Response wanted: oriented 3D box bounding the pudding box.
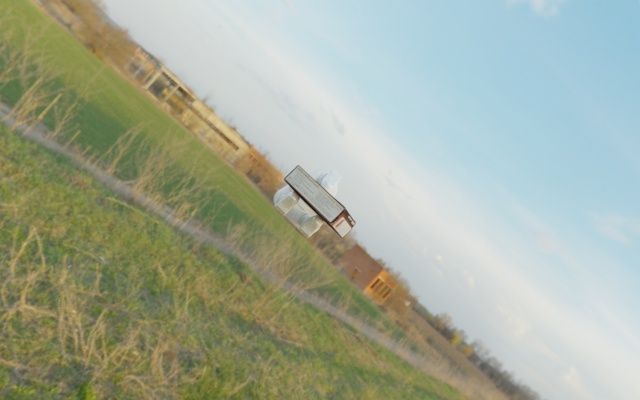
[{"bbox_3d":[0.000,0.002,0.766,0.113,0.039,0.090,41,-3,22],"label":"pudding box"}]
